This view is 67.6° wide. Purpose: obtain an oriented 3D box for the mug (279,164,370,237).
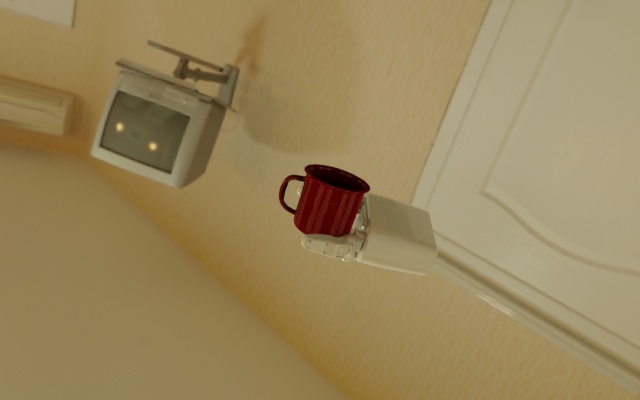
[{"bbox_3d":[-0.001,0.002,0.653,0.117,0.081,0.093,15,20,-9],"label":"mug"}]
